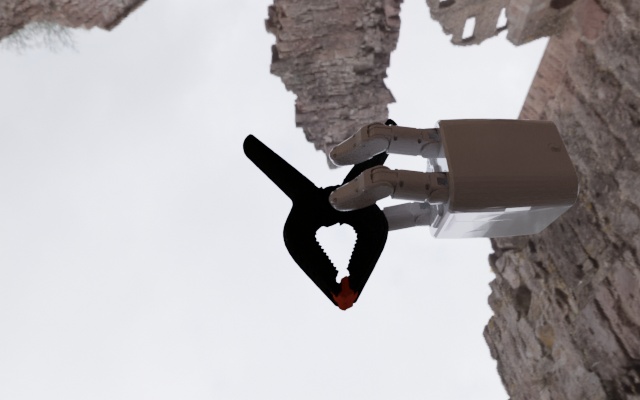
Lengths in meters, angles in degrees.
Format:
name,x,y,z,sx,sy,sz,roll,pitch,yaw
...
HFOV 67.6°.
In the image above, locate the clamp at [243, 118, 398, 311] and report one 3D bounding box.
name,x,y,z,sx,sy,sz,roll,pitch,yaw
clamp,0.000,0.002,0.451,0.164,0.209,0.036,-2,-38,3
